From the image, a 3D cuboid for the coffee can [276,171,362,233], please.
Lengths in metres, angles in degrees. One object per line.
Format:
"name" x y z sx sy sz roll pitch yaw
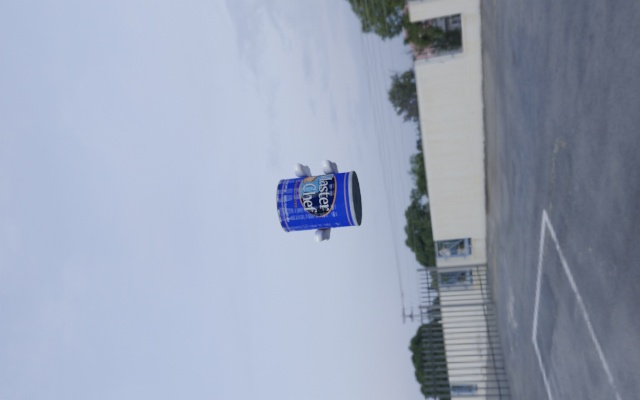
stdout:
"coffee can" 0.000 0.003 0.890 0.140 0.103 0.103 -6 -1 13
